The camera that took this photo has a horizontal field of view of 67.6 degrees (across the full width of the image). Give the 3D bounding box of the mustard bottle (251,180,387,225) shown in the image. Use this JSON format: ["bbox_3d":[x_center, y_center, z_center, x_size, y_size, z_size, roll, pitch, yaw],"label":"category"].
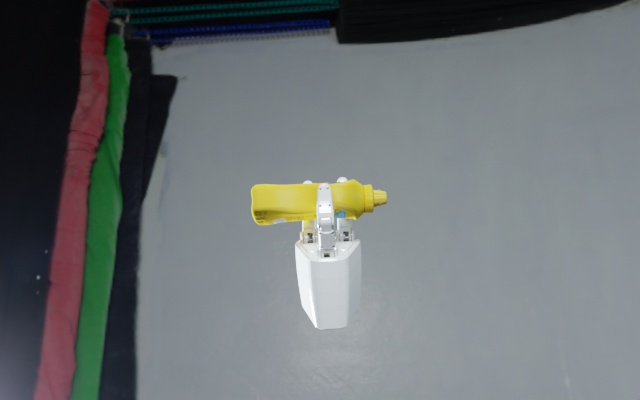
[{"bbox_3d":[0.000,0.002,0.696,0.191,0.058,0.096,-3,-12,1],"label":"mustard bottle"}]
